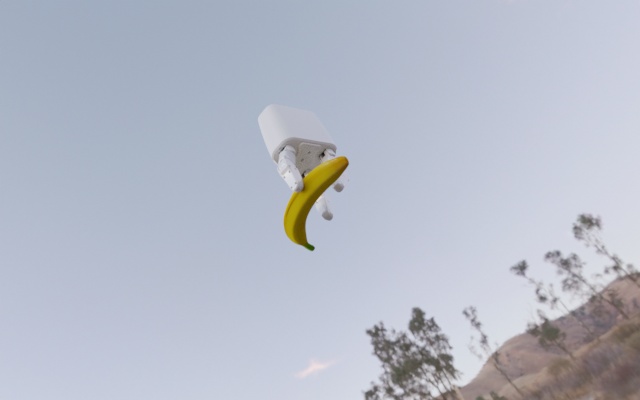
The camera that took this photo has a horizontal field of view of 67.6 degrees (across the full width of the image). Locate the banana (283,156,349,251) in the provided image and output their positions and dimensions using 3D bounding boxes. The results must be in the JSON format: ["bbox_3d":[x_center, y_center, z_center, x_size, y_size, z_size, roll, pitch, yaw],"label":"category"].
[{"bbox_3d":[-0.018,0.005,0.755,0.069,0.198,0.037,0,43,-25],"label":"banana"}]
